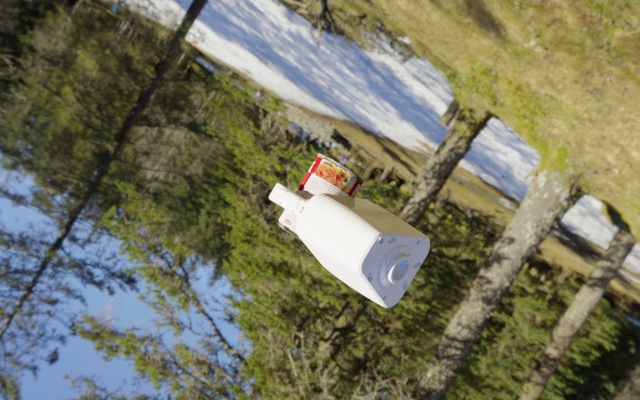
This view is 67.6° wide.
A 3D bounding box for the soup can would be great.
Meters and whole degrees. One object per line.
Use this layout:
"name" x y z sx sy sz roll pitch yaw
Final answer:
"soup can" 0.000 0.002 0.603 0.068 0.102 0.068 31 0 0
